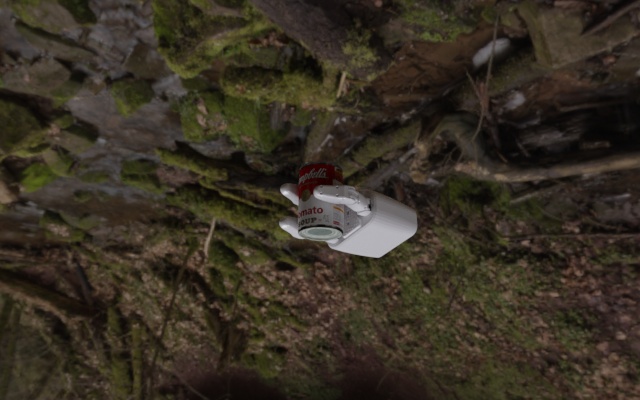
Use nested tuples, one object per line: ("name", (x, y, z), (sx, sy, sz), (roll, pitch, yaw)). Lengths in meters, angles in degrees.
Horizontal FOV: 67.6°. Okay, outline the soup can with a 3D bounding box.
("soup can", (0.000, 0.002, 0.710), (0.068, 0.102, 0.068), (0, -22, 0))
